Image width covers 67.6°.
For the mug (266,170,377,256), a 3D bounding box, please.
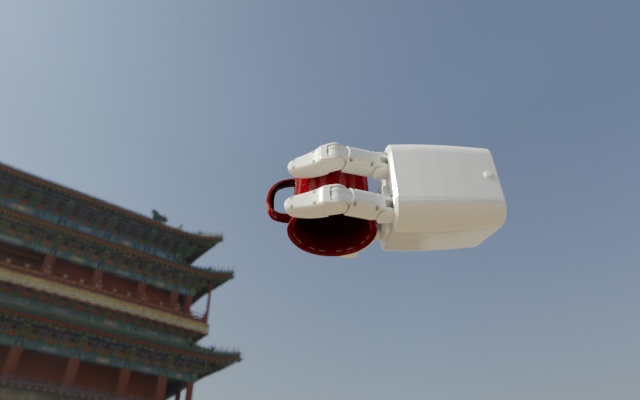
[{"bbox_3d":[-0.001,0.002,0.517,0.117,0.081,0.093,1,-39,-1],"label":"mug"}]
